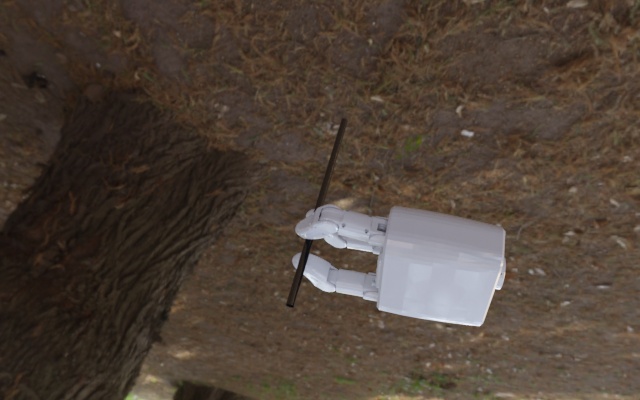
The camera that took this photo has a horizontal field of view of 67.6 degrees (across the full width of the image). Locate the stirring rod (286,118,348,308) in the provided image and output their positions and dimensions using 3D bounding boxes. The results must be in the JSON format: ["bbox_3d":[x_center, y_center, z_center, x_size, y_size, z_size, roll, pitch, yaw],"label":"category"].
[{"bbox_3d":[0.000,0.002,0.515,0.011,0.239,0.011,12,-32,7],"label":"stirring rod"}]
